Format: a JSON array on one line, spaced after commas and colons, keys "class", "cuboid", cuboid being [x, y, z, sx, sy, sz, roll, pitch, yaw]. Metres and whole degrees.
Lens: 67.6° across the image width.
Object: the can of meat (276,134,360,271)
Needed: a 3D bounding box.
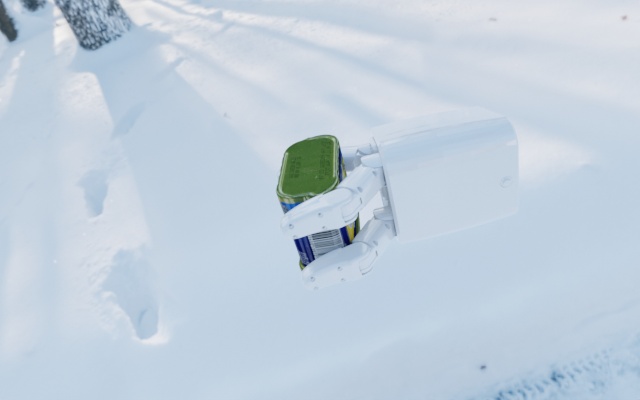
[{"class": "can of meat", "cuboid": [0.000, 0.001, 0.425, 0.057, 0.084, 0.102, -10, 35, 9]}]
